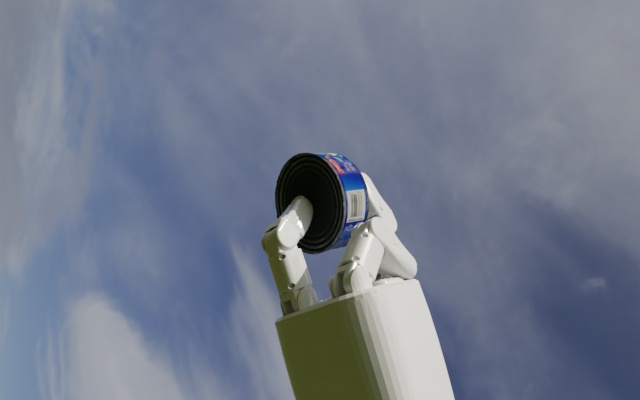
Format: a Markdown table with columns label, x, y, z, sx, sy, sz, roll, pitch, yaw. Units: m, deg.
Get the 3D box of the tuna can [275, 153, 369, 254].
| label | x | y | z | sx | sy | sz | roll | pitch | yaw |
| --- | --- | --- | --- | --- | --- | --- | --- | --- | --- |
| tuna can | 0.000 | 0.001 | 0.412 | 0.034 | 0.086 | 0.086 | -7 | 5 | -44 |
